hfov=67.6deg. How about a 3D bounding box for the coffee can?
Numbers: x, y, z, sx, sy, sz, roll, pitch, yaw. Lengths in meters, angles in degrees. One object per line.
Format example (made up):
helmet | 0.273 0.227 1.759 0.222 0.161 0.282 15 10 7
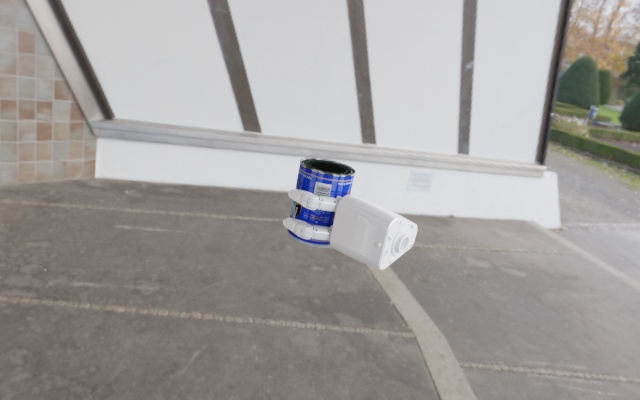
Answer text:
coffee can | 0.000 0.003 0.876 0.103 0.140 0.102 10 18 -3
